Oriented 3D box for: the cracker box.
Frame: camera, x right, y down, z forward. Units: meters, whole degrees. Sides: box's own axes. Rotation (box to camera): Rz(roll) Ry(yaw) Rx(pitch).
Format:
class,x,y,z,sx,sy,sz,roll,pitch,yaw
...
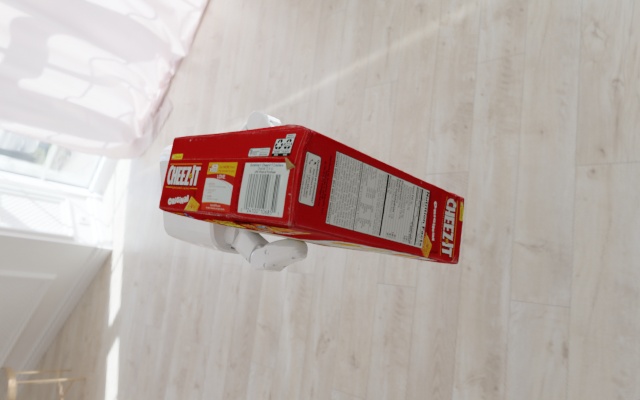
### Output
class,x,y,z,sx,sy,sz,roll,pitch,yaw
cracker box,0.000,0.001,0.414,0.164,0.072,0.214,3,-9,44
